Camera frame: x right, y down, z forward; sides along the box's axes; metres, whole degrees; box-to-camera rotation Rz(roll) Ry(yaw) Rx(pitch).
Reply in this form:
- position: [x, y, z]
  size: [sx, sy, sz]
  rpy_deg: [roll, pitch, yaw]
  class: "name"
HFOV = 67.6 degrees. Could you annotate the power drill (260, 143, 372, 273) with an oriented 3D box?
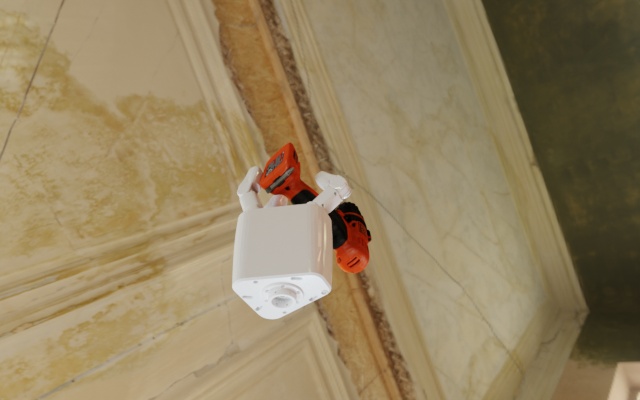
- position: [0.000, 0.002, 0.705]
  size: [0.057, 0.188, 0.184]
  rpy_deg: [-42, 16, 14]
  class: "power drill"
